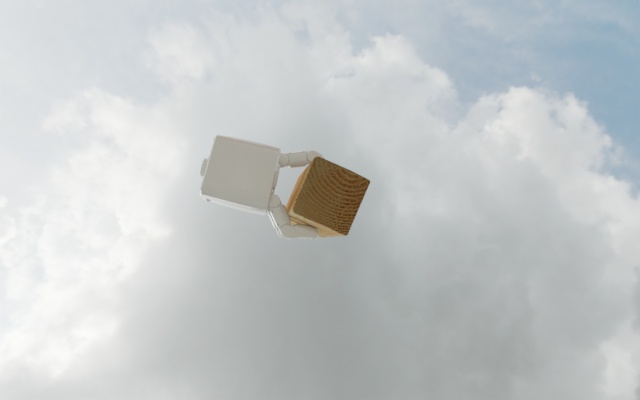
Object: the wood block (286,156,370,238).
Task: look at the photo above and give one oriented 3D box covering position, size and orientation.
[{"bbox_3d":[0.000,0.002,0.776,0.090,0.091,0.206,24,-8,-6],"label":"wood block"}]
